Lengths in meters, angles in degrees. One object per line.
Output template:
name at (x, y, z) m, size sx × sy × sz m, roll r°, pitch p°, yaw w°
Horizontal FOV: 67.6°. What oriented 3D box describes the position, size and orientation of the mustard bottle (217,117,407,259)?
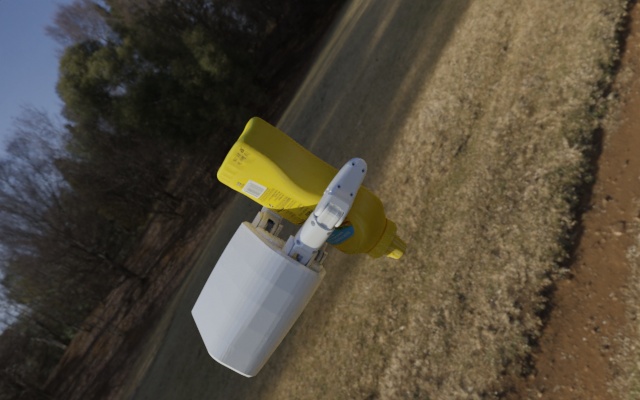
mustard bottle at (0.000, 0.001, 0.452) m, size 0.191 × 0.058 × 0.096 m, roll 32°, pitch -27°, yaw -11°
